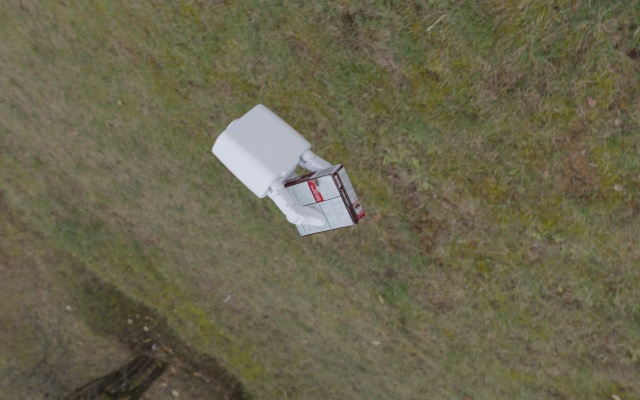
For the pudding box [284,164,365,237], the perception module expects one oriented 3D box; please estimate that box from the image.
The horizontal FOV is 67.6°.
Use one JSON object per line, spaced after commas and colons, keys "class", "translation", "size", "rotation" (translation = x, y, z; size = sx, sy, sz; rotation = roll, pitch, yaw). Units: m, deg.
{"class": "pudding box", "translation": [0.000, 0.002, 0.737], "size": [0.113, 0.090, 0.039], "rotation": [-14, 19, 38]}
